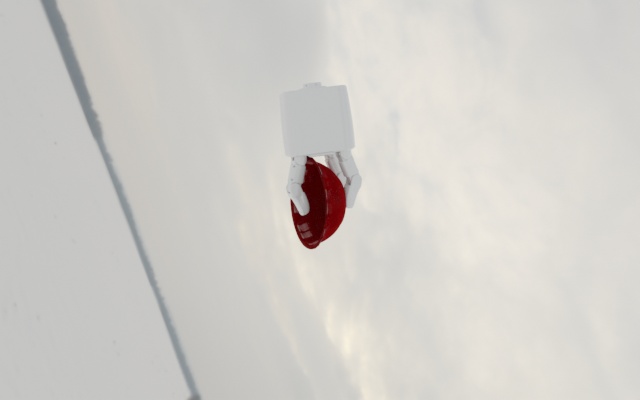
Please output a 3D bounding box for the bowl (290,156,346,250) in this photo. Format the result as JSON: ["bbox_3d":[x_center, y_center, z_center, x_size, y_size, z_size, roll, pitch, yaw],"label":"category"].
[{"bbox_3d":[0.000,0.004,0.831,0.055,0.162,0.162,-3,1,-24],"label":"bowl"}]
